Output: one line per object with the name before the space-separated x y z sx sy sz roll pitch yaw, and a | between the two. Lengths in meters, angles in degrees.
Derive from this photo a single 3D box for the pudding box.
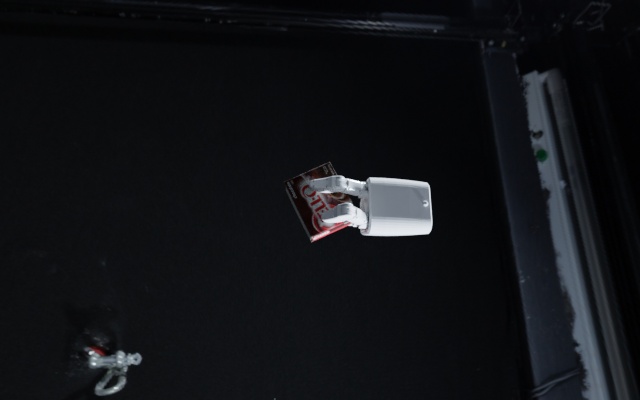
pudding box | 0.000 0.003 0.821 0.090 0.113 0.039 -24 -19 -13
